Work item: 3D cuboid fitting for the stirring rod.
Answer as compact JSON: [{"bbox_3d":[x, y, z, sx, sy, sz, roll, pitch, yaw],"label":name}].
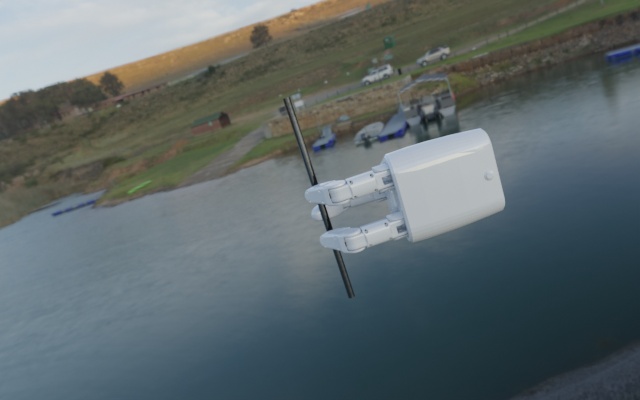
[{"bbox_3d":[0.000,0.002,0.537,0.011,0.239,0.011,-17,12,4],"label":"stirring rod"}]
